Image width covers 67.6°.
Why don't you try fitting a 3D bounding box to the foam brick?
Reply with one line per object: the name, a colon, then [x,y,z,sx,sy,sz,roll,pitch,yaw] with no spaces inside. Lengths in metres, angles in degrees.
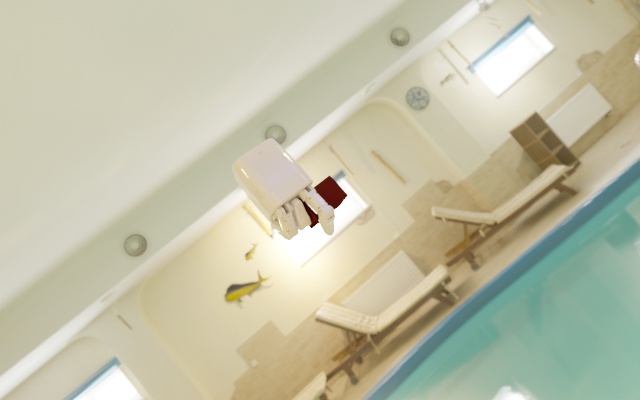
foam brick: [0.000,0.003,0.848,0.078,0.051,0.053,-38,-8,-29]
